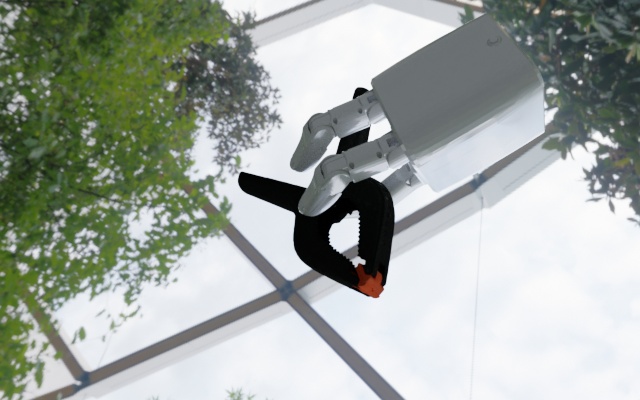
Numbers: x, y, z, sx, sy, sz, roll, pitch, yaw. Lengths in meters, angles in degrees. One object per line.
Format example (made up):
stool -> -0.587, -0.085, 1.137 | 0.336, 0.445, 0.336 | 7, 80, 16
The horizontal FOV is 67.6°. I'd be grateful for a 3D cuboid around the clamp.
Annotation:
clamp -> 0.001, 0.002, 0.429 | 0.164, 0.209, 0.036 | -30, -43, 16
